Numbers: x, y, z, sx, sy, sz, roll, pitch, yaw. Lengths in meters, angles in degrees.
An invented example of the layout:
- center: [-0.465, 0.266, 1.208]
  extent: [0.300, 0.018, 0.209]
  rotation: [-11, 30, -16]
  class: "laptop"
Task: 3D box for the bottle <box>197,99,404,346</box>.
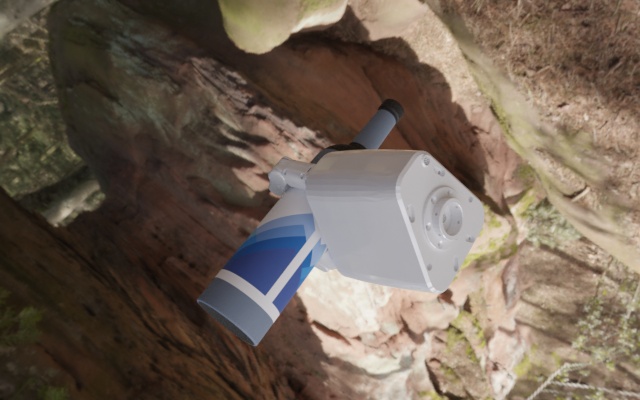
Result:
- center: [0.000, 0.002, 0.477]
  extent: [0.069, 0.295, 0.069]
  rotation: [30, -25, 16]
  class: "bottle"
